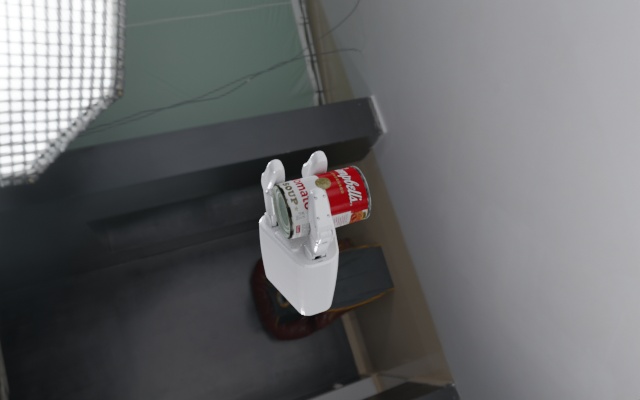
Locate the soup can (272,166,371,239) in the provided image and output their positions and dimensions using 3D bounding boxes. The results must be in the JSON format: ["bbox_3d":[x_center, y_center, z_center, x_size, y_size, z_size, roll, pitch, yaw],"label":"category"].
[{"bbox_3d":[0.000,0.002,0.573,0.102,0.068,0.068,-14,4,-18],"label":"soup can"}]
